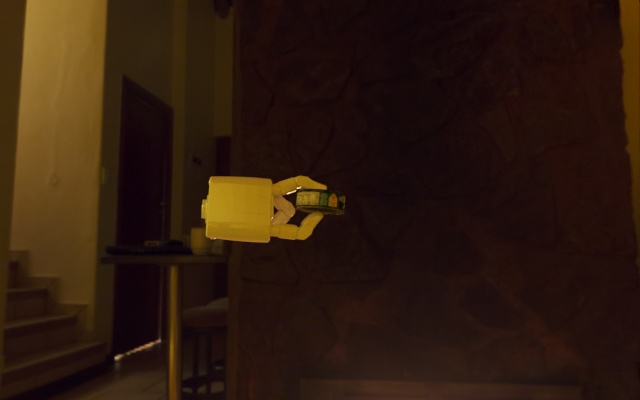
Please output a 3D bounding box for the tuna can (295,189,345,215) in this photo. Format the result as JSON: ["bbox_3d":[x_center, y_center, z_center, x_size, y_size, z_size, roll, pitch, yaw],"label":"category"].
[{"bbox_3d":[0.000,0.002,0.830,0.086,0.033,0.086,5,-8,1],"label":"tuna can"}]
